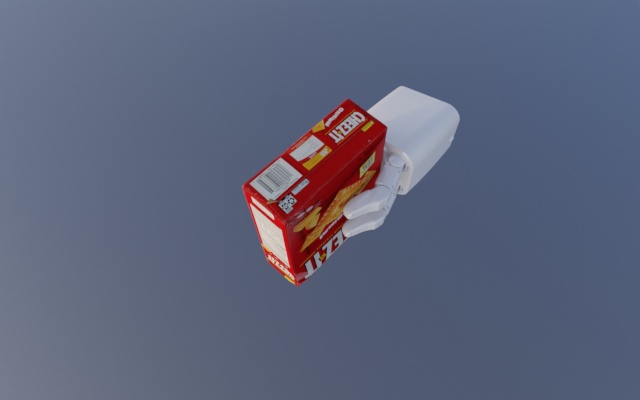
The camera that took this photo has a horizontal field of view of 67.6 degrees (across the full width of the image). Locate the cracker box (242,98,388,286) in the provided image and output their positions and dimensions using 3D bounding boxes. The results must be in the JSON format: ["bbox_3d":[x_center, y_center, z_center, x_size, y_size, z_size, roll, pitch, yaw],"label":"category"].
[{"bbox_3d":[0.000,0.002,0.600,0.072,0.164,0.214,40,-20,20],"label":"cracker box"}]
